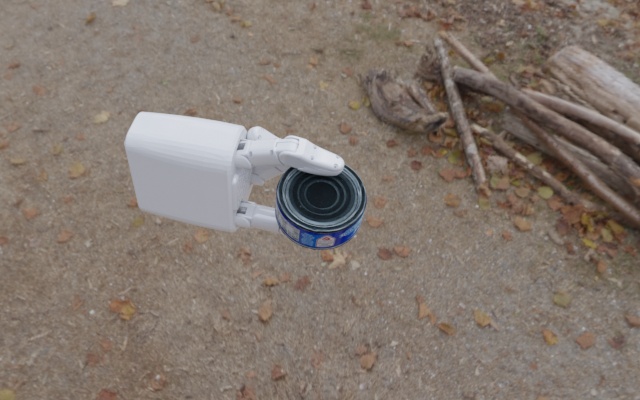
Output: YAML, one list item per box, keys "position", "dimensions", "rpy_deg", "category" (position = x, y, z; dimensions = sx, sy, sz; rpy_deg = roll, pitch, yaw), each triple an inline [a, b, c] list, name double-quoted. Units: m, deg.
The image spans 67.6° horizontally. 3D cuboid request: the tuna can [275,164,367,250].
- position: [0.000, 0.001, 0.451]
  dimensions: [0.086, 0.086, 0.034]
  rpy_deg: [0, -33, -6]
  category: "tuna can"
